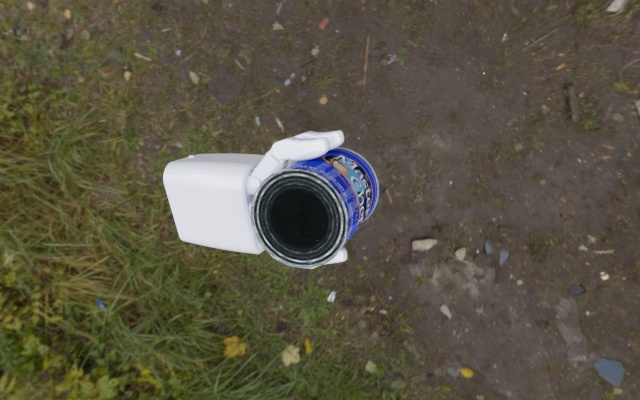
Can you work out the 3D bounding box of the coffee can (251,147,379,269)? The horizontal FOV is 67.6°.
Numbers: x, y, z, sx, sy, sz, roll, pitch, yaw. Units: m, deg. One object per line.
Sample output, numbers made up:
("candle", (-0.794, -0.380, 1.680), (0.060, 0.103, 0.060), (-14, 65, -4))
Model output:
("coffee can", (0.000, 0.002, 0.528), (0.103, 0.103, 0.140), (0, 14, 19))
